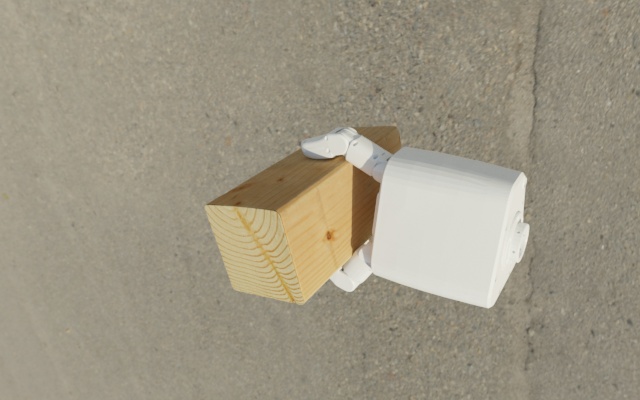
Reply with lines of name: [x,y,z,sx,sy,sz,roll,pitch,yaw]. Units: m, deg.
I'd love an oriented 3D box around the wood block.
wood block: [0.000,0.001,0.478,0.090,0.091,0.206,3,27,37]
